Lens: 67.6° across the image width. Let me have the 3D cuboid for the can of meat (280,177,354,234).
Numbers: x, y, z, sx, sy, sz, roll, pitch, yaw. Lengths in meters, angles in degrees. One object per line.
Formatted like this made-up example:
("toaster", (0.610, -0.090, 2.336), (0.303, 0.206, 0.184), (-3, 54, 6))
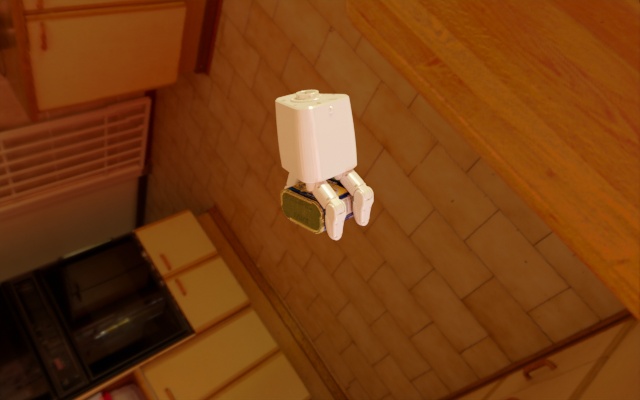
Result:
("can of meat", (0.000, 0.003, 0.731), (0.084, 0.057, 0.102), (-24, 32, -36))
